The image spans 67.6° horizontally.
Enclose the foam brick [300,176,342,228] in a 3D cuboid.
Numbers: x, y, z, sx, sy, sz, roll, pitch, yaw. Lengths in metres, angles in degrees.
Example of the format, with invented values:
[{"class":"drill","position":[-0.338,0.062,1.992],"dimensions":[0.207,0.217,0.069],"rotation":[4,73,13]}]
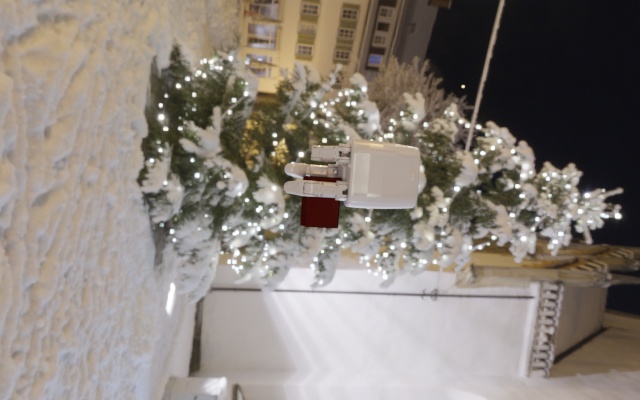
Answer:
[{"class":"foam brick","position":[0.000,0.003,0.724],"dimensions":[0.051,0.078,0.053],"rotation":[4,1,-11]}]
